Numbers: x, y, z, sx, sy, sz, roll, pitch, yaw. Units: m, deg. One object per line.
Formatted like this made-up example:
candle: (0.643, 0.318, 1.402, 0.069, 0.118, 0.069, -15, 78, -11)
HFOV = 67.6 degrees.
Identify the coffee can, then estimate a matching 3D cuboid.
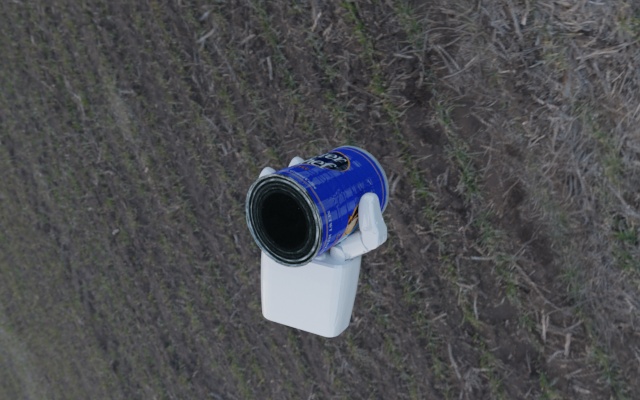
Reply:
coffee can: (0.000, 0.002, 0.544, 0.103, 0.103, 0.140, 0, 17, 37)
